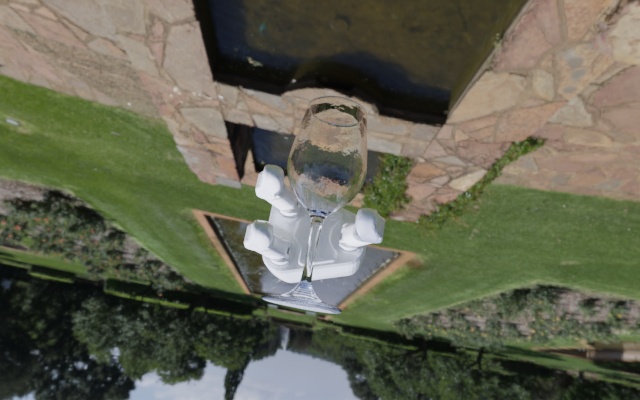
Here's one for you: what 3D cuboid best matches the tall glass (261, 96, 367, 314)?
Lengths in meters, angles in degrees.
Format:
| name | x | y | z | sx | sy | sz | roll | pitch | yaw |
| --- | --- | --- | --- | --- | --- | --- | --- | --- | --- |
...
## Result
| name | x | y | z | sx | sy | sz | roll | pitch | yaw |
| --- | --- | --- | --- | --- | --- | --- | --- | --- | --- |
| tall glass | 0.000 | 0.002 | 0.461 | 0.079 | 0.201 | 0.079 | 10 | -17 | 3 |
